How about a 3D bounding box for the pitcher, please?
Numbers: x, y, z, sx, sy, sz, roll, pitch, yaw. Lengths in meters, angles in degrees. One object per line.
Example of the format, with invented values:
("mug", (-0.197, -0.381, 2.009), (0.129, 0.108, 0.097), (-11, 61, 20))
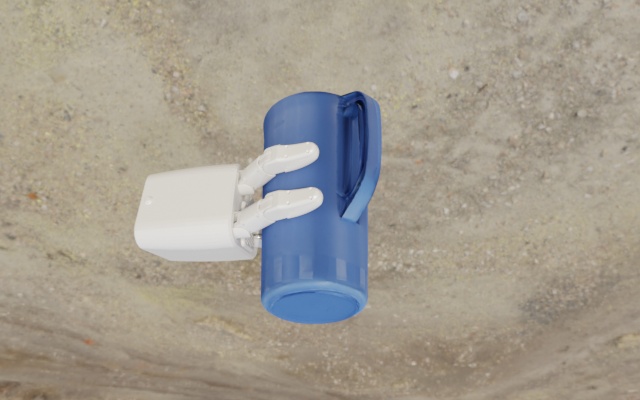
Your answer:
("pitcher", (0.000, 0.002, 0.531), (0.145, 0.242, 0.149), (-4, -33, 6))
